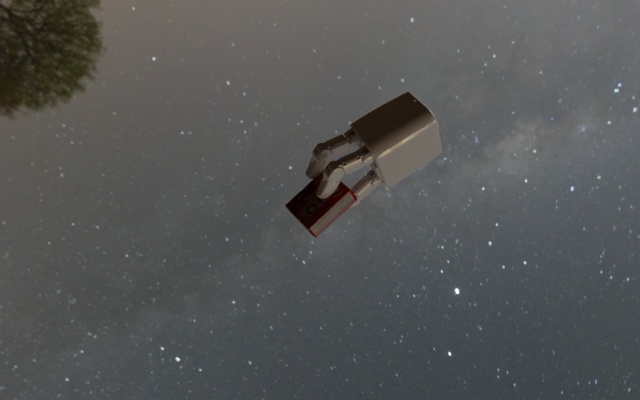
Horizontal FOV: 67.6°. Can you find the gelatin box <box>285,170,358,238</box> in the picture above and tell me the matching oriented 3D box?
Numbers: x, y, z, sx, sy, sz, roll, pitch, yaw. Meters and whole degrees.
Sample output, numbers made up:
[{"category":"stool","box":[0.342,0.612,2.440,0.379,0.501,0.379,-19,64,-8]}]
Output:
[{"category":"gelatin box","box":[0.000,0.003,0.733,0.073,0.089,0.030,43,-7,45]}]
